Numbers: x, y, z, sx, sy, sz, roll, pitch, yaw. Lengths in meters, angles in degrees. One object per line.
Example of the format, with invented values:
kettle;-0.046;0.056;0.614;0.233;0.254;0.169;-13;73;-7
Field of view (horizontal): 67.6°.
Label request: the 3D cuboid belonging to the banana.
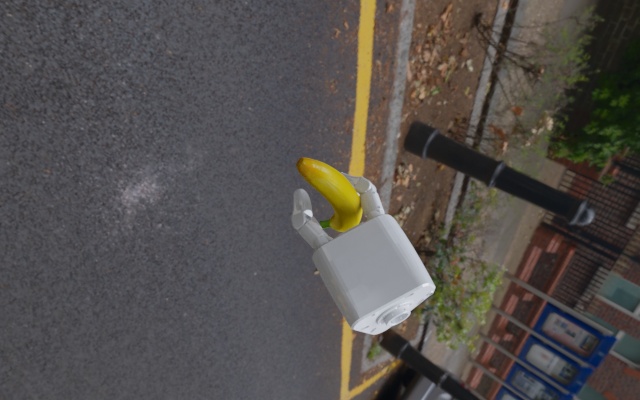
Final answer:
banana;0.019;0.002;0.629;0.069;0.037;0.198;-4;-28;7
